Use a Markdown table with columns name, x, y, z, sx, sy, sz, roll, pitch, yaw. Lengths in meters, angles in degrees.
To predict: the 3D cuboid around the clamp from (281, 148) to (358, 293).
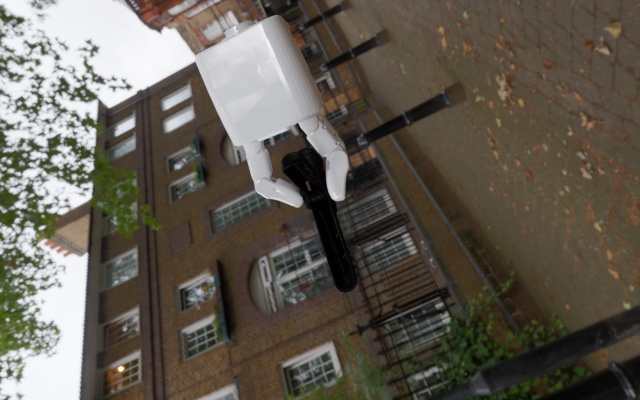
| name | x | y | z | sx | sy | sz | roll | pitch | yaw |
| --- | --- | --- | --- | --- | --- | --- | --- | --- | --- |
| clamp | -0.001 | 0.002 | 0.566 | 0.036 | 0.164 | 0.210 | -20 | 16 | 6 |
